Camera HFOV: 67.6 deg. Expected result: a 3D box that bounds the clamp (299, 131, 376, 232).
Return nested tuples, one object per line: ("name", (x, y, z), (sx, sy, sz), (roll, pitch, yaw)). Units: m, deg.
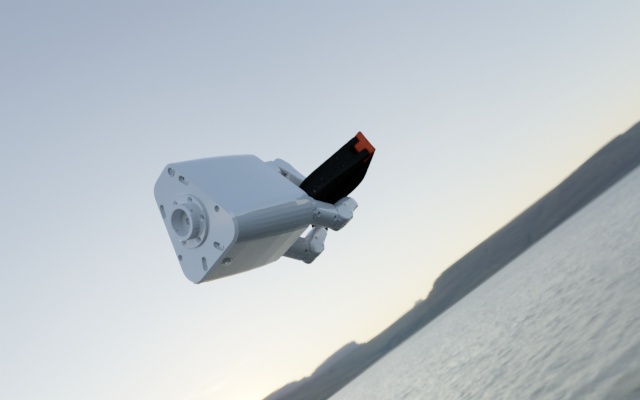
("clamp", (0.000, 0.001, 0.565), (0.210, 0.036, 0.164), (-48, -18, 30))
